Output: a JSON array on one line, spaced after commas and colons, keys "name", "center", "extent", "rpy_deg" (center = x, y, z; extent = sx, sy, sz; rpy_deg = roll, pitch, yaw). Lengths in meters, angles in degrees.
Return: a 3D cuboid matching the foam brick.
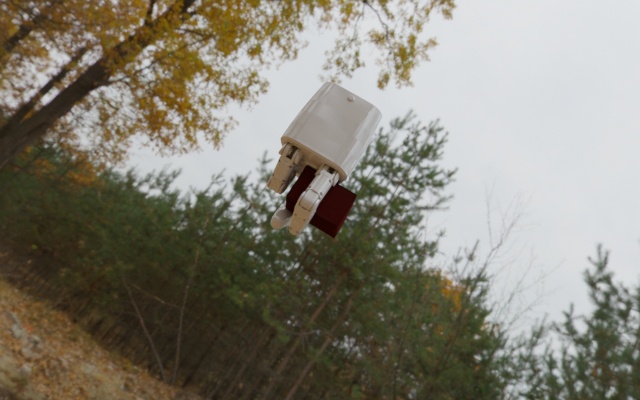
[{"name": "foam brick", "center": [0.000, 0.002, 0.618], "extent": [0.078, 0.051, 0.053], "rpy_deg": [31, -20, 6]}]
